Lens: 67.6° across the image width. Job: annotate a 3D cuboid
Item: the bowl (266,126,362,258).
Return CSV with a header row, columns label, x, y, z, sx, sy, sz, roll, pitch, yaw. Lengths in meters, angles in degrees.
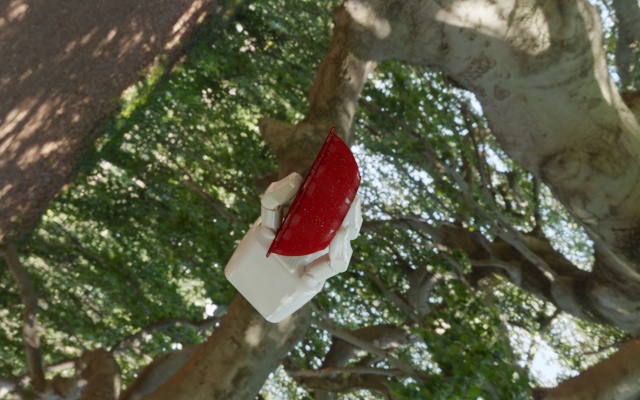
label,x,y,z,sx,sy,sz,roll,pitch,yaw
bowl,0.001,0.001,0.525,0.055,0.162,0.162,27,-2,-3
